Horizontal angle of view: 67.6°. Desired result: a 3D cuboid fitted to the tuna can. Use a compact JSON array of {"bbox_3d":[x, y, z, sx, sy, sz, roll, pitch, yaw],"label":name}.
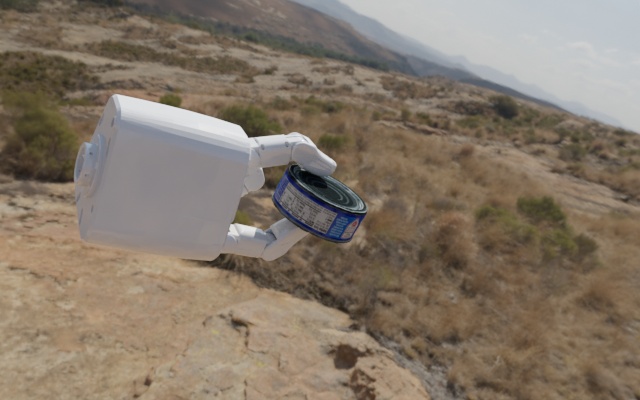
[{"bbox_3d":[0.000,0.001,0.444,0.086,0.034,0.086,27,18,-9],"label":"tuna can"}]
